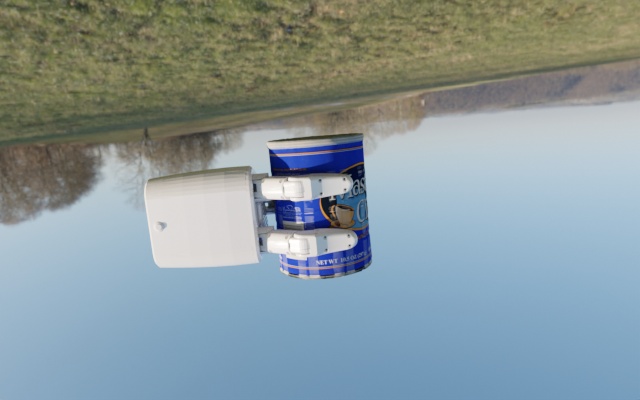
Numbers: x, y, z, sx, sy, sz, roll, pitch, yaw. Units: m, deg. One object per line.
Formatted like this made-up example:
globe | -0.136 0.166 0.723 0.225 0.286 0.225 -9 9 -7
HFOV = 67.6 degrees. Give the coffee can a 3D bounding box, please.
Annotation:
coffee can | 0.000 0.002 0.516 0.103 0.140 0.103 -5 9 1
